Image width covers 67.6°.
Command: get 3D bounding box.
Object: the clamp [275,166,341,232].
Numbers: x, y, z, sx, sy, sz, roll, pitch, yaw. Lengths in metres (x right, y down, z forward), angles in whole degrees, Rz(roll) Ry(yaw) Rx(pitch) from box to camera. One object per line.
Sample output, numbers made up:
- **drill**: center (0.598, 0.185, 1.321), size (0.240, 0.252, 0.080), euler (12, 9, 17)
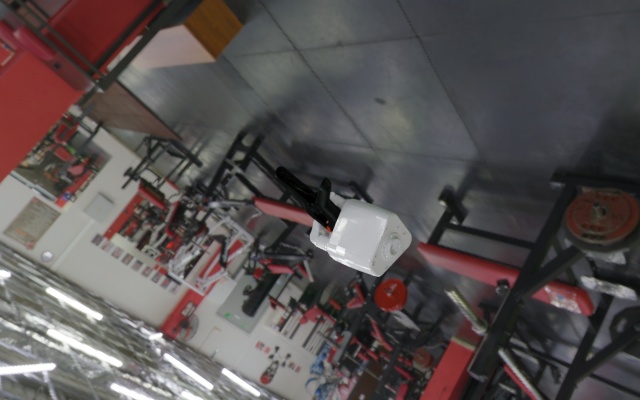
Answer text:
- **clamp**: center (0.000, 0.003, 0.868), size (0.120, 0.039, 0.171), euler (18, -23, 47)
